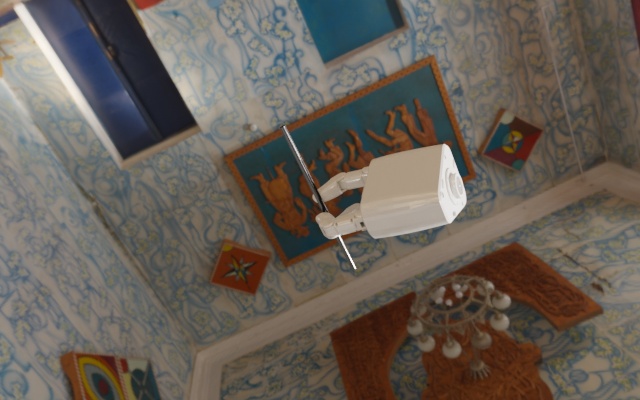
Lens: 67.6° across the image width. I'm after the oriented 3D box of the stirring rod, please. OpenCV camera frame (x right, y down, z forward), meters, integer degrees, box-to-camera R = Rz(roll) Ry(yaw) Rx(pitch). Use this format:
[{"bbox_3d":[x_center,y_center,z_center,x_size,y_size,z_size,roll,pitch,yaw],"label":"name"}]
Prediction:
[{"bbox_3d":[0.000,0.002,0.675,0.011,0.240,0.011,-23,22,10],"label":"stirring rod"}]
